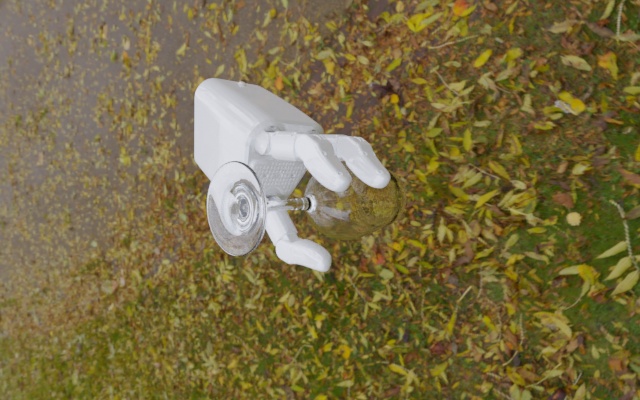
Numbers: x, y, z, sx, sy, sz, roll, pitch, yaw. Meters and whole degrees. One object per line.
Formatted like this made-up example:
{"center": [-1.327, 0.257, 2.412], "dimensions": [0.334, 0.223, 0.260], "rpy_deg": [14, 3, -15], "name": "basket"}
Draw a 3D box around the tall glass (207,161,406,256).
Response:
{"center": [0.000, 0.002, 0.442], "dimensions": [0.079, 0.079, 0.201], "rpy_deg": [0, 3, 43], "name": "tall glass"}
